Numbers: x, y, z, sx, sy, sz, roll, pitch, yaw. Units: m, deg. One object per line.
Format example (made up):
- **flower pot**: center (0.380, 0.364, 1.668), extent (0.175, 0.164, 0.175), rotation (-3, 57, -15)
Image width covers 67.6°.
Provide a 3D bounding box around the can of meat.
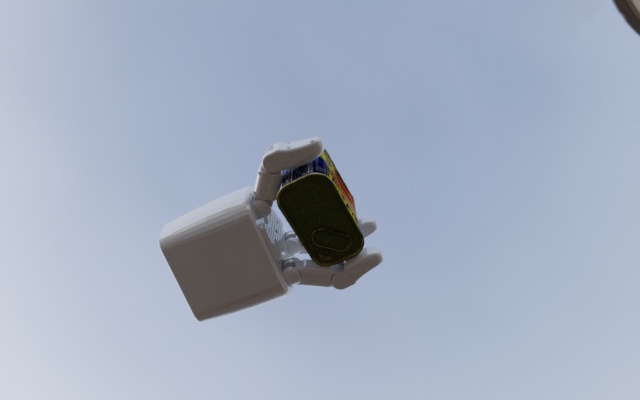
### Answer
- **can of meat**: center (0.000, 0.001, 0.490), extent (0.057, 0.102, 0.084), rotation (-25, 26, 11)
